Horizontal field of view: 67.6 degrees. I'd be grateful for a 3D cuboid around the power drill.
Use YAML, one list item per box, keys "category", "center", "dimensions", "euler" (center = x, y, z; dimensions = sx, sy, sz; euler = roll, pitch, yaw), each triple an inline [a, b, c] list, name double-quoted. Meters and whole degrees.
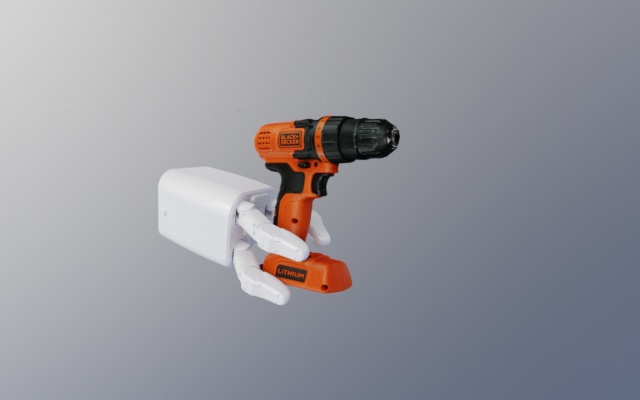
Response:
- category: "power drill"
  center: [0.000, 0.002, 0.524]
  dimensions: [0.184, 0.187, 0.057]
  euler: [4, 1, 40]
